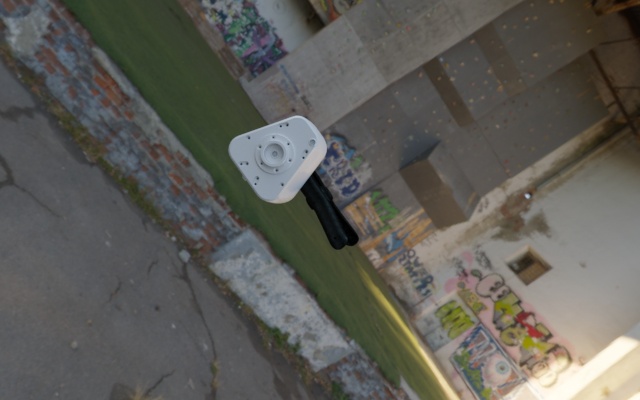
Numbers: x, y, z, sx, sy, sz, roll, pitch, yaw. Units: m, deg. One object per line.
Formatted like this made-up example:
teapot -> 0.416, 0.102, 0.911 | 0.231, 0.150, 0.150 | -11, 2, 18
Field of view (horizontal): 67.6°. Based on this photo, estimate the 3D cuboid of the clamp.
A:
clamp -> 0.001, 0.002, 0.704 | 0.039, 0.171, 0.120 | -36, -1, 4
